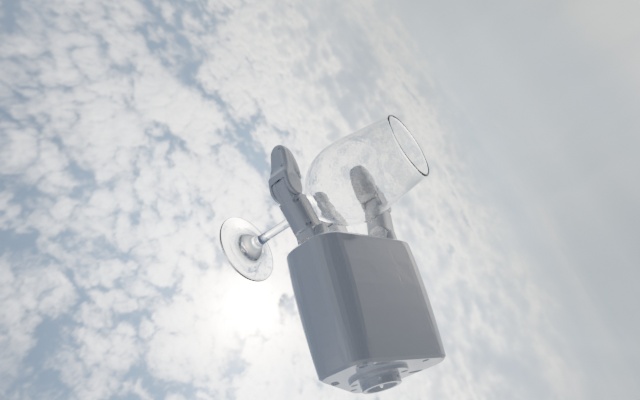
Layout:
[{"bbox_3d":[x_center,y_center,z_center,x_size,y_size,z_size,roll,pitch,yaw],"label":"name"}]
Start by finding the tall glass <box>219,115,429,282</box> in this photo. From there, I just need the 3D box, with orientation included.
[{"bbox_3d":[-0.001,0.002,0.448,0.201,0.079,0.079,-33,-16,25],"label":"tall glass"}]
